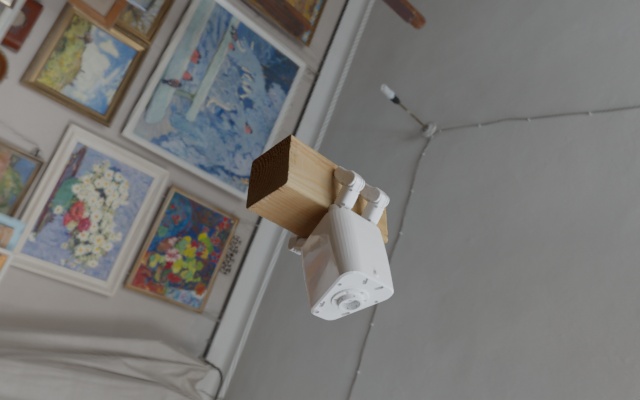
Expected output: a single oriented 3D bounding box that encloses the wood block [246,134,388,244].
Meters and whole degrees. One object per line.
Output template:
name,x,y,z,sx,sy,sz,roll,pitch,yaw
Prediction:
wood block,0.000,0.003,0.720,0.091,0.090,0.206,-29,-46,36
